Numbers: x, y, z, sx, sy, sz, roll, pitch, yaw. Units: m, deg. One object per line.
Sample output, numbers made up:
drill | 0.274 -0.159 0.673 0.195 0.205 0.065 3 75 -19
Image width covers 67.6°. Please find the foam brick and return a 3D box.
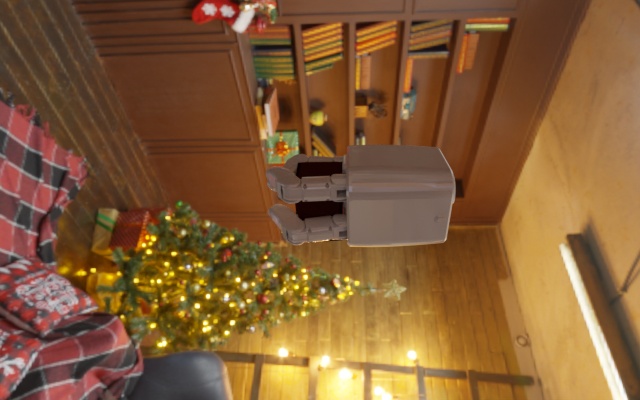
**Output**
foam brick | 0.000 0.002 0.543 0.051 0.078 0.053 0 41 4
